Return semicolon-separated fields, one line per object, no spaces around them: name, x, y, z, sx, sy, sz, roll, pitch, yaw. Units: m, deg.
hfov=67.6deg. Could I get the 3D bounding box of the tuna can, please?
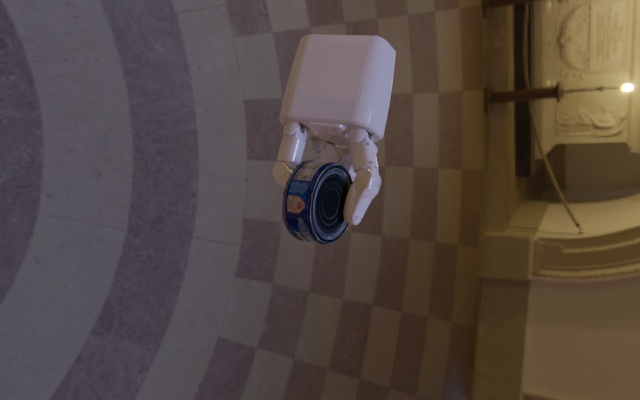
tuna can;0.001;0.002;0.493;0.034;0.086;0.086;9;5;34
